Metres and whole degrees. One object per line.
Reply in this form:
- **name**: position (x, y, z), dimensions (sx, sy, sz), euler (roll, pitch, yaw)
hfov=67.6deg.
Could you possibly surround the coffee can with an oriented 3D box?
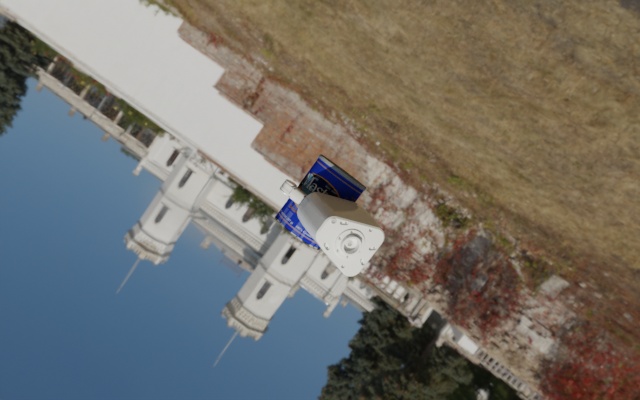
- **coffee can**: position (0.000, 0.003, 0.858), dimensions (0.103, 0.140, 0.103), euler (36, 6, -5)
